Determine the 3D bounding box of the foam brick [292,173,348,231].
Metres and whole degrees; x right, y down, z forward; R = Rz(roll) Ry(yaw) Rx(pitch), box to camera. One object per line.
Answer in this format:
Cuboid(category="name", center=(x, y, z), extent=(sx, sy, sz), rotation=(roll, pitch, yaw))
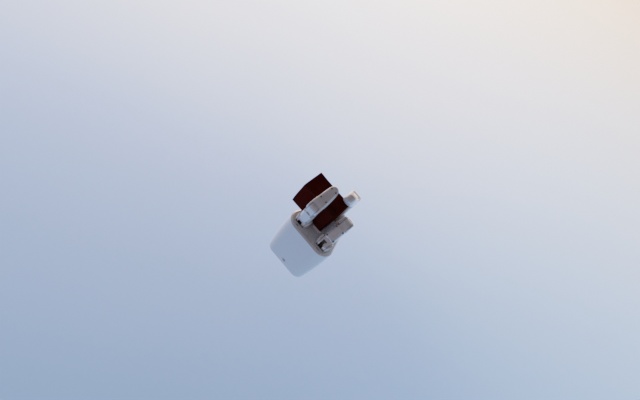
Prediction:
Cuboid(category="foam brick", center=(0.000, 0.002, 0.837), extent=(0.053, 0.078, 0.051), rotation=(-36, -7, -43))
